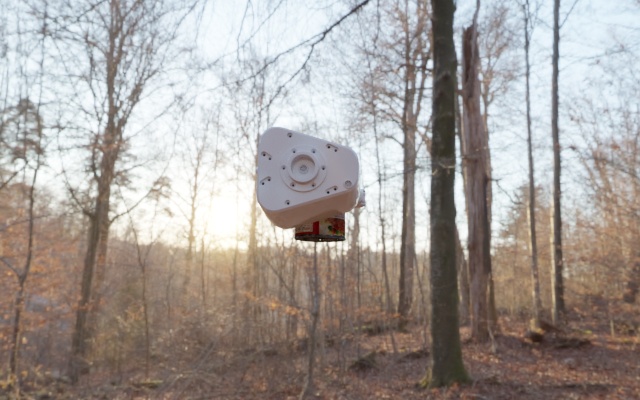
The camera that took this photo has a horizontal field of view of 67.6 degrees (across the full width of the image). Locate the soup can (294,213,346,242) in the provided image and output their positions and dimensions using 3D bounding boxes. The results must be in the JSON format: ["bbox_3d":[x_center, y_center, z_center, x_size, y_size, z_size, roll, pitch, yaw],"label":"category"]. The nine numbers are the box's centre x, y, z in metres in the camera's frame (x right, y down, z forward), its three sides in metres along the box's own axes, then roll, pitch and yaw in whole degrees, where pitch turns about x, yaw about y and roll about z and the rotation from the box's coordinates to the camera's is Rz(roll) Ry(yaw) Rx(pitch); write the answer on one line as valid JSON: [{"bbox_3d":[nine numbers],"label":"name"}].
[{"bbox_3d":[0.000,0.002,0.636,0.068,0.102,0.068,1,-10,0],"label":"soup can"}]
